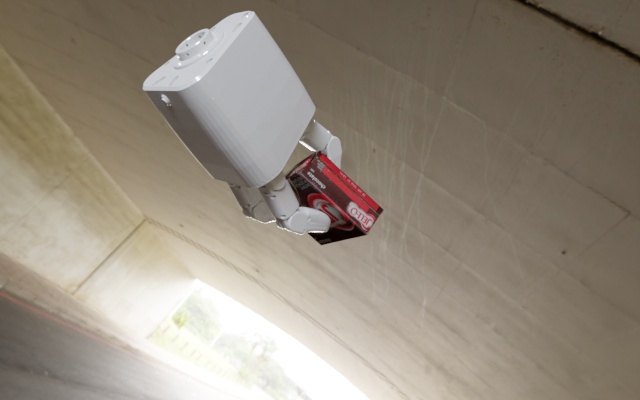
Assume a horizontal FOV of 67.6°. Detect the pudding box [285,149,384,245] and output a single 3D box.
[{"bbox_3d":[0.000,0.001,0.499,0.090,0.039,0.113,43,-22,-11],"label":"pudding box"}]
